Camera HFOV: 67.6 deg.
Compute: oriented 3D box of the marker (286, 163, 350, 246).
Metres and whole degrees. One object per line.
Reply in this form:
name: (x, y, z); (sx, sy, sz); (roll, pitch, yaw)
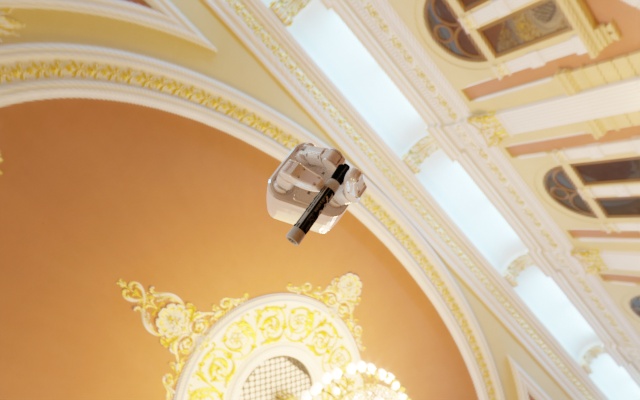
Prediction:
marker: (0.000, 0.002, 0.578); (0.020, 0.121, 0.020); (31, -21, 13)
